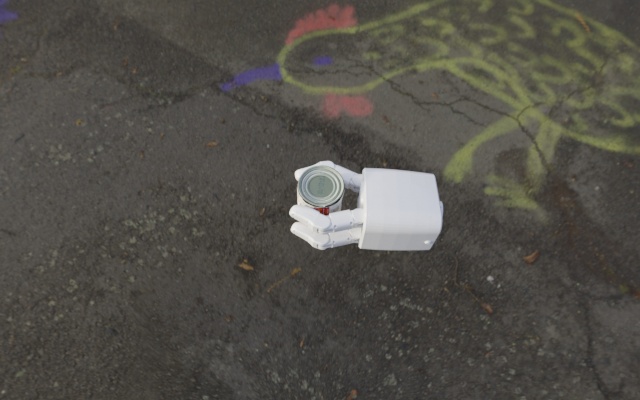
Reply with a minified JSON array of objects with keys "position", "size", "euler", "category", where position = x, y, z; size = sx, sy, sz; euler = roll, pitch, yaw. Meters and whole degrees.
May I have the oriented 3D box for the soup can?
[{"position":[0.000,0.002,0.702],"size":[0.068,0.068,0.102],"euler":[0,-27,-1],"category":"soup can"}]
